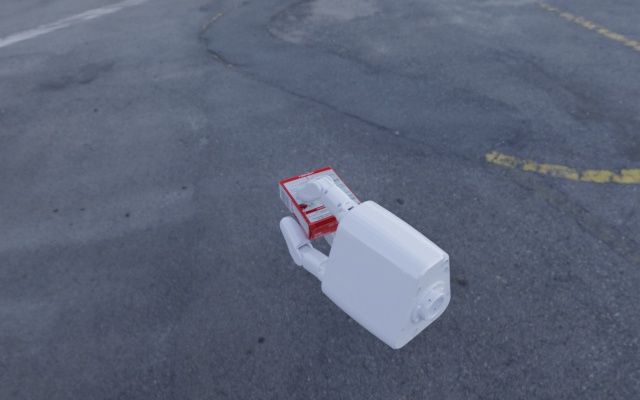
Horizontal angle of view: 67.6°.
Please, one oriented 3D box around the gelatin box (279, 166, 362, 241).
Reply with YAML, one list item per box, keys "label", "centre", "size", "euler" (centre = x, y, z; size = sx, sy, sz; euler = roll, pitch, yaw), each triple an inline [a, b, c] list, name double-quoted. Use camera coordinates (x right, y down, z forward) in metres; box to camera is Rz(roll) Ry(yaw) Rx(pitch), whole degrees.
- label: "gelatin box"
  centre: [0.000, 0.001, 0.585]
  size: [0.073, 0.030, 0.089]
  euler: [-19, 46, -21]
